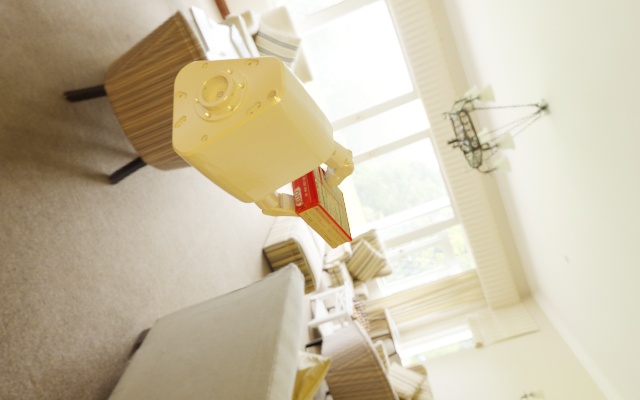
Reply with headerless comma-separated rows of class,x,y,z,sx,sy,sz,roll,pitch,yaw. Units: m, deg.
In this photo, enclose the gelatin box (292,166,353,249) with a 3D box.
gelatin box,0.001,0.002,0.535,0.030,0.073,0.089,-24,-41,18
